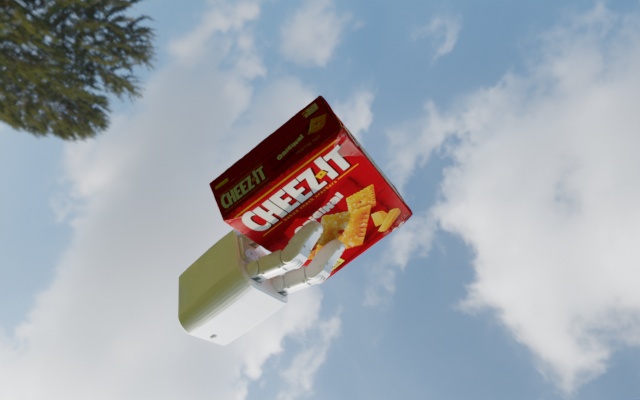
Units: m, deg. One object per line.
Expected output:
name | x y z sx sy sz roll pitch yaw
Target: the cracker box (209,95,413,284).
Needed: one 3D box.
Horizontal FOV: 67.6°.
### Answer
cracker box | 0.000 0.002 0.587 0.164 0.072 0.214 -37 -40 9
